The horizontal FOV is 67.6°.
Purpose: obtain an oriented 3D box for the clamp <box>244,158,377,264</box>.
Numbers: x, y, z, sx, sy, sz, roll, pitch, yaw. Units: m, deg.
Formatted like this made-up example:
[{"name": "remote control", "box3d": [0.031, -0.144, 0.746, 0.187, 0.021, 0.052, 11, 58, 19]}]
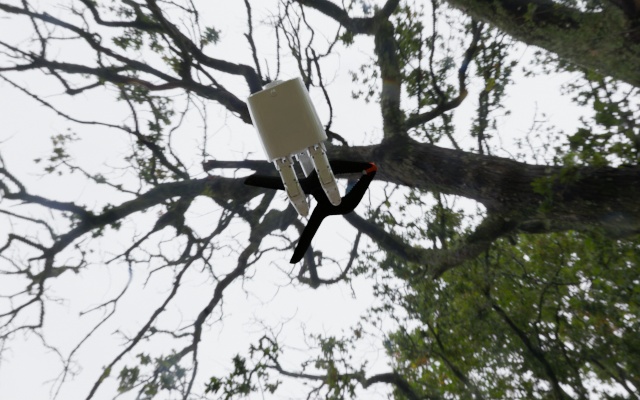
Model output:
[{"name": "clamp", "box3d": [0.001, 0.002, 0.781, 0.210, 0.164, 0.036, -21, 9, 6]}]
